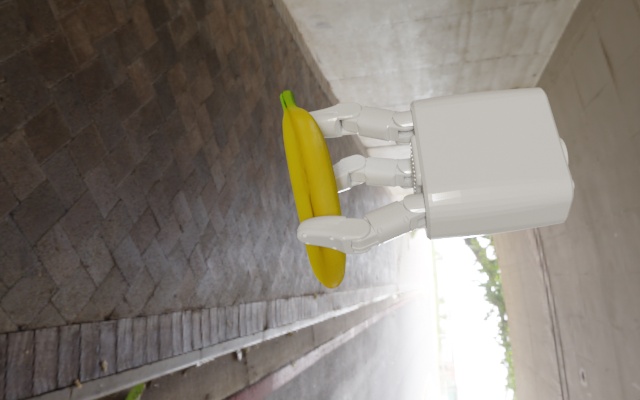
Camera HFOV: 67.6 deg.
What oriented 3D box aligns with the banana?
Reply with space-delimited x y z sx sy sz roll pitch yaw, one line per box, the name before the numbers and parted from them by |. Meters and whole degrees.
banana | -0.001 0.005 0.418 0.037 0.198 0.069 -9 21 4
